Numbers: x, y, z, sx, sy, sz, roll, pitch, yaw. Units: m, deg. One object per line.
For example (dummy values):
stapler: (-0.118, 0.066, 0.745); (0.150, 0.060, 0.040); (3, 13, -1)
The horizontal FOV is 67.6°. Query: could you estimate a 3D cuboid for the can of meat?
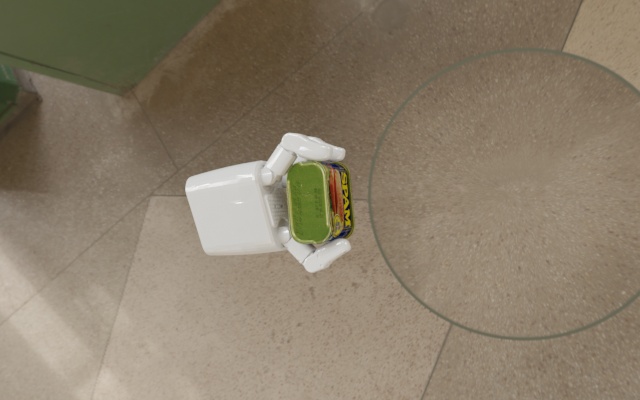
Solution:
can of meat: (0.000, 0.002, 0.583); (0.057, 0.102, 0.084); (-5, -1, 22)
